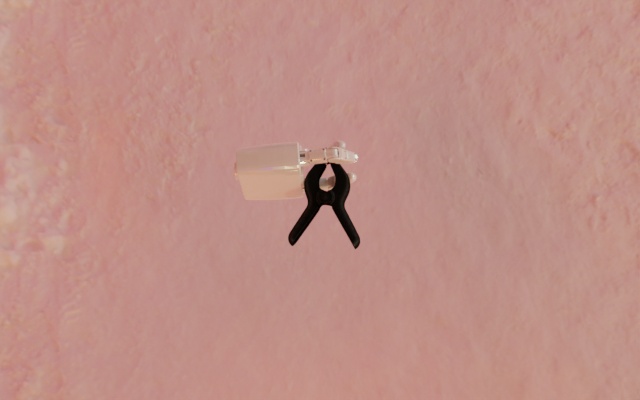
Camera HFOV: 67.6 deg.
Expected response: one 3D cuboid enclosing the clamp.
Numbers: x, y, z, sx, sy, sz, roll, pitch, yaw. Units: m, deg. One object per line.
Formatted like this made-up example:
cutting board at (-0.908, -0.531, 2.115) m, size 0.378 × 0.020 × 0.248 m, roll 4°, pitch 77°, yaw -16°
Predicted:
clamp at (0.000, 0.002, 0.811) m, size 0.120 × 0.171 × 0.039 m, roll -5°, pitch -13°, yaw -1°
